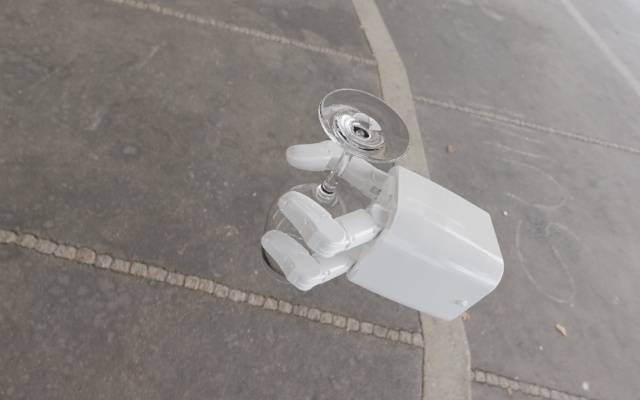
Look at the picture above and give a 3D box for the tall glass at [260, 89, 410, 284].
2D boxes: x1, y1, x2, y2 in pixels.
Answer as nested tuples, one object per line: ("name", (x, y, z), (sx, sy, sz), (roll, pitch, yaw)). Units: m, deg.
("tall glass", (0.000, 0.001, 0.427), (0.079, 0.079, 0.201), (0, -36, -25))
